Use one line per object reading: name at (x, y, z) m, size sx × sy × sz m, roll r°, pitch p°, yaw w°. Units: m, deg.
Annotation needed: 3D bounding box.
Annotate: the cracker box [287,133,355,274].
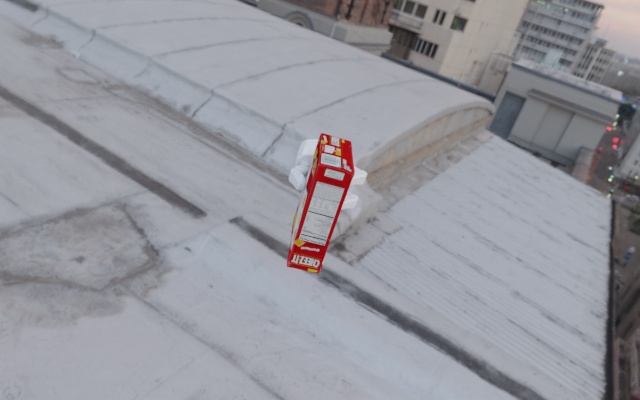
cracker box at (0.000, 0.003, 0.897) m, size 0.072 × 0.214 × 0.164 m, roll 15°, pitch 26°, yaw -6°
